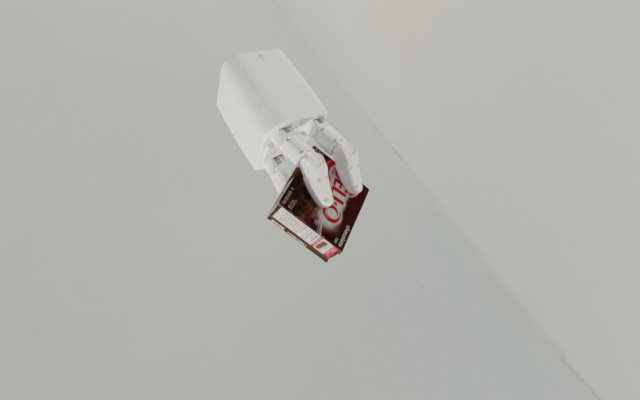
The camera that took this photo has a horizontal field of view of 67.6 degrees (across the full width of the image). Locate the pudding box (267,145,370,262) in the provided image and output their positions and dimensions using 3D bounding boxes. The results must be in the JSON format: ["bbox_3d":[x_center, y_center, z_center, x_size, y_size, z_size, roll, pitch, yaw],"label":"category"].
[{"bbox_3d":[0.000,0.002,0.559,0.090,0.113,0.039,37,-42,-10],"label":"pudding box"}]
